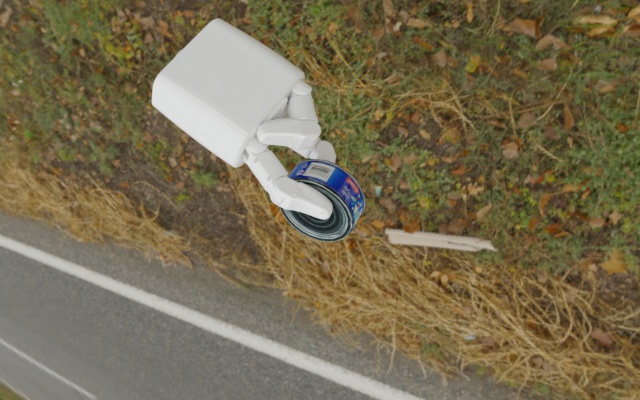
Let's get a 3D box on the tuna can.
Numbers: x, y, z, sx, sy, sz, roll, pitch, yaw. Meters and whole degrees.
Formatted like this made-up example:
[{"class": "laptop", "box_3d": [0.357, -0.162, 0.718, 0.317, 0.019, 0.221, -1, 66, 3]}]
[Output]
[{"class": "tuna can", "box_3d": [0.000, 0.002, 0.488, 0.086, 0.086, 0.033, 0, 40, 33]}]
